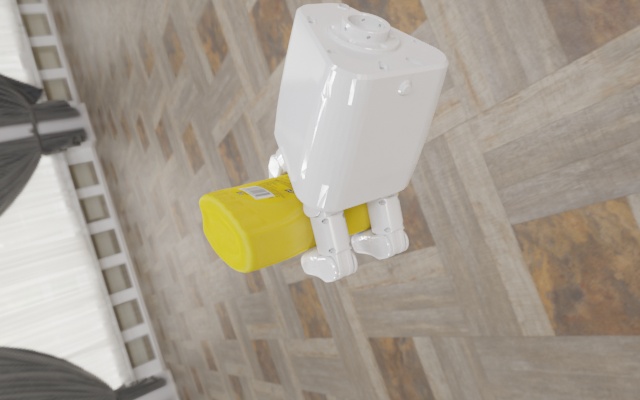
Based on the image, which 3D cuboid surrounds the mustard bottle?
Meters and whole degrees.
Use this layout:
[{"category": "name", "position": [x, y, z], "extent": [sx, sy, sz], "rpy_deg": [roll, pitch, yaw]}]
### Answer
[{"category": "mustard bottle", "position": [0.000, 0.002, 0.419], "extent": [0.191, 0.058, 0.096], "rpy_deg": [-17, 24, -30]}]
